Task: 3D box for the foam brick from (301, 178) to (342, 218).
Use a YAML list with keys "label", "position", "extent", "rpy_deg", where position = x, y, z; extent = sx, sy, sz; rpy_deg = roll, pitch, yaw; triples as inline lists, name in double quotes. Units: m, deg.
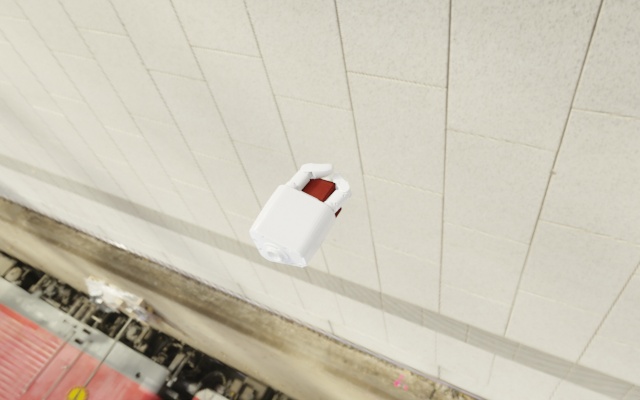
- label: "foam brick"
  position: [0.000, 0.003, 0.883]
  extent: [0.053, 0.051, 0.078]
  rpy_deg: [17, -33, 27]
